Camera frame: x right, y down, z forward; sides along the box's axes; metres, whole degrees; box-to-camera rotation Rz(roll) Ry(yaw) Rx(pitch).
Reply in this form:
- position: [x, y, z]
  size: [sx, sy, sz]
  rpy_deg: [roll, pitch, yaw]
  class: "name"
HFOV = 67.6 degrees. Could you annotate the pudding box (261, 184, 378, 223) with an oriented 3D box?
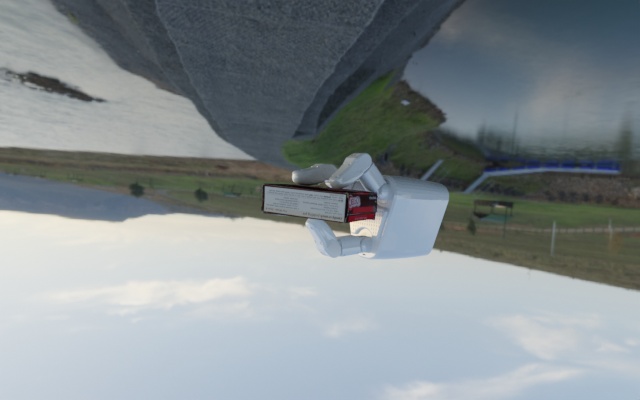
- position: [0.000, 0.002, 0.567]
  size: [0.113, 0.039, 0.090]
  rpy_deg: [4, 2, 27]
  class: "pudding box"
